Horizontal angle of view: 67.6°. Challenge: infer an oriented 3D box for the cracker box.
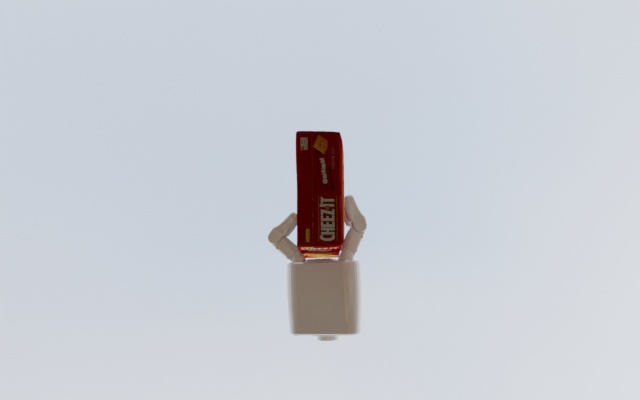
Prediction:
[{"bbox_3d":[0.000,0.002,0.750,0.072,0.164,0.214,-1,-11,0],"label":"cracker box"}]
